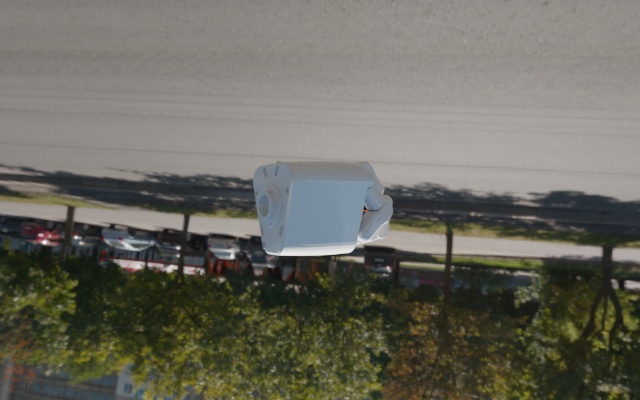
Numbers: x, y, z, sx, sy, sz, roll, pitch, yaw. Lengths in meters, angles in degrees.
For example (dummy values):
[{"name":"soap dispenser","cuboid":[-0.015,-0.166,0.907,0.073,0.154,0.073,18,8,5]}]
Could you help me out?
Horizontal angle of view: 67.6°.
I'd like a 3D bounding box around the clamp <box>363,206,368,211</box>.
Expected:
[{"name":"clamp","cuboid":[0.000,0.003,0.680,0.120,0.039,0.171,-12,4,-35]}]
